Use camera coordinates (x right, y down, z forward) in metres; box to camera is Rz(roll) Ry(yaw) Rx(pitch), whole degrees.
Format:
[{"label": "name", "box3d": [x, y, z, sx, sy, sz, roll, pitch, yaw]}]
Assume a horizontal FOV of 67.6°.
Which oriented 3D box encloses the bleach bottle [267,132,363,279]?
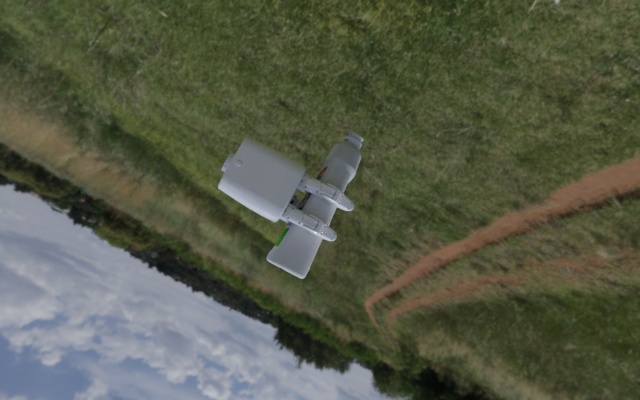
[{"label": "bleach bottle", "box3d": [0.000, 0.003, 0.789, 0.068, 0.251, 0.102, 29, -10, -7]}]
